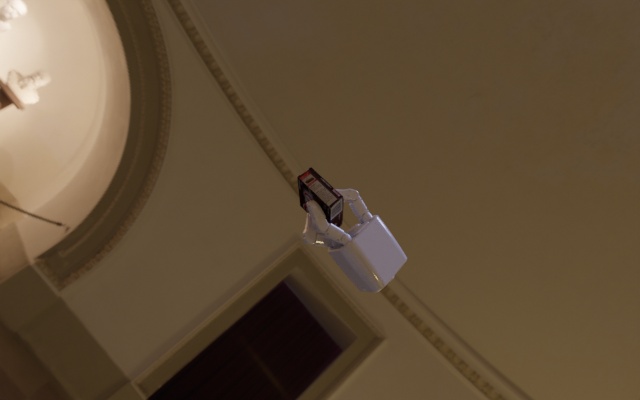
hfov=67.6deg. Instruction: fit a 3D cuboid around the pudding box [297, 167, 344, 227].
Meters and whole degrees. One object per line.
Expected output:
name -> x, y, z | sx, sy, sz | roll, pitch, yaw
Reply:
pudding box -> 0.000, 0.003, 0.894 | 0.039, 0.090, 0.114 | -39, -23, -21
